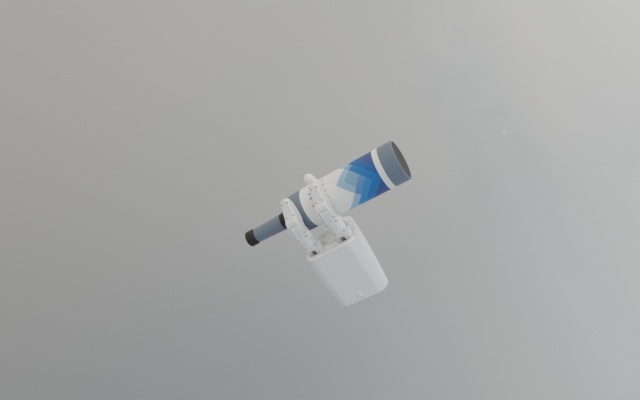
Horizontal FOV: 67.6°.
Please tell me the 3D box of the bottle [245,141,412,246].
[{"bbox_3d":[0.000,0.002,0.773,0.296,0.069,0.069,-28,-10,20],"label":"bottle"}]
